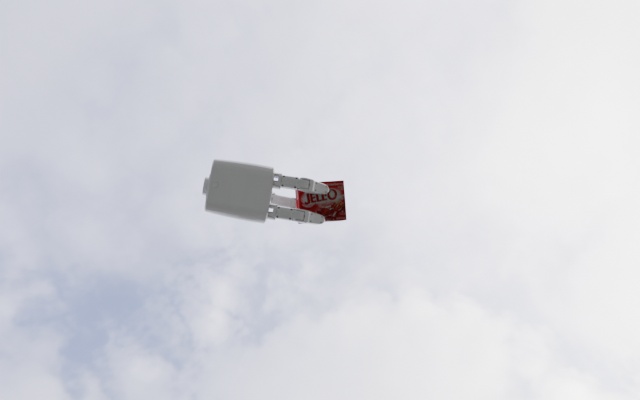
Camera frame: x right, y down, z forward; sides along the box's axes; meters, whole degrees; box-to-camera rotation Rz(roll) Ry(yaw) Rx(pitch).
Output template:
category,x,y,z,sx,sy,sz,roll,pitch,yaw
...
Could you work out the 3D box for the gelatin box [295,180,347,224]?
category,x,y,z,sx,sy,sz,roll,pitch,yaw
gelatin box,0.000,0.003,0.864,0.089,0.073,0.030,-3,-3,-16
